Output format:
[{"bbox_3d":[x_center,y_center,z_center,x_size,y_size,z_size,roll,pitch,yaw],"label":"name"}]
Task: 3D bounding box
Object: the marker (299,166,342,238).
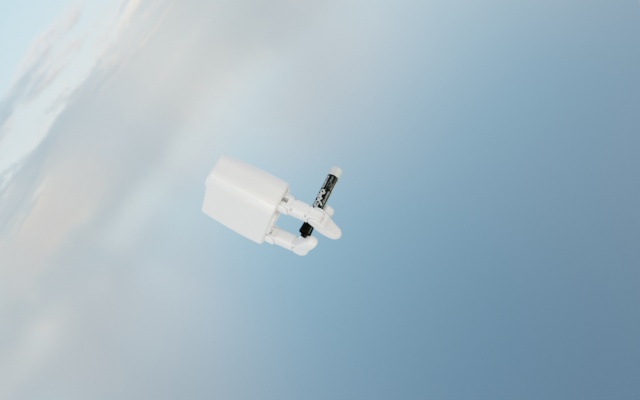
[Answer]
[{"bbox_3d":[0.000,0.002,0.701,0.020,0.121,0.020,22,-24,11],"label":"marker"}]
